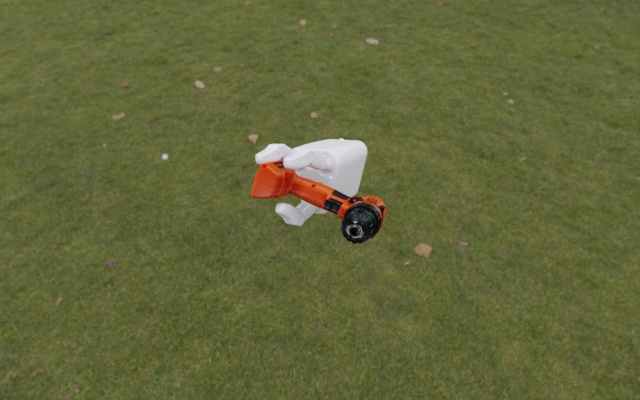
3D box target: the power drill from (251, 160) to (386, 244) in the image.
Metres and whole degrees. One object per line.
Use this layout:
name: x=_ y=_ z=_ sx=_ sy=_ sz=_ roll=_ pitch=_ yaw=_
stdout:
power drill: x=0.000 y=0.002 z=0.683 sx=0.187 sy=0.057 sz=0.184 roll=23 pitch=10 yaw=10
